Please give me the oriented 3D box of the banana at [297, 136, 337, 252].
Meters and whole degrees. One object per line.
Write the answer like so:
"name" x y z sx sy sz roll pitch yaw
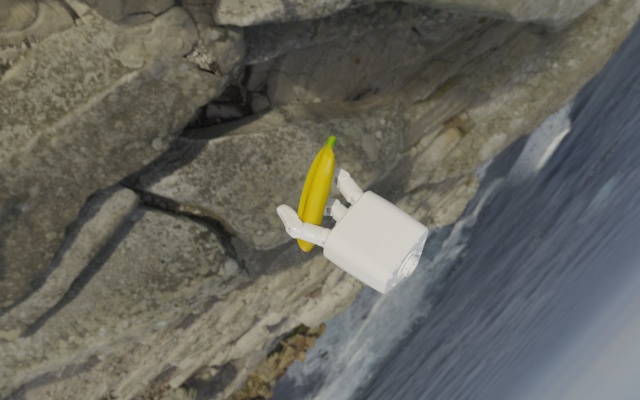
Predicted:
"banana" -0.007 0.005 0.719 0.037 0.198 0.069 24 25 17
